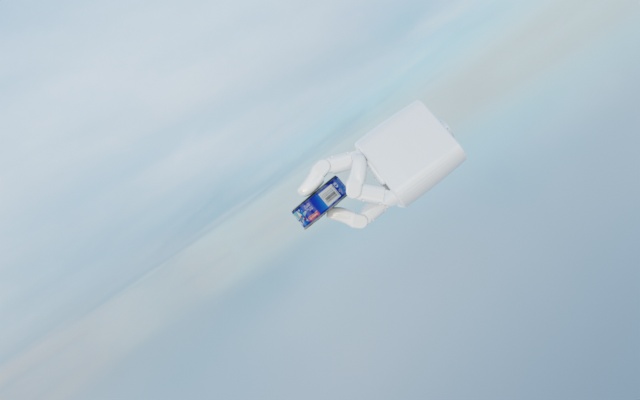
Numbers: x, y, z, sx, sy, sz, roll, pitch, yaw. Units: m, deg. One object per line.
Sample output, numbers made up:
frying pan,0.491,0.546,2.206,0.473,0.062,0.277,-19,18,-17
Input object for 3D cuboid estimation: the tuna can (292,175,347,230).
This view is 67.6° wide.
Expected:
tuna can,0.000,0.002,0.687,0.086,0.034,0.086,-39,1,1
